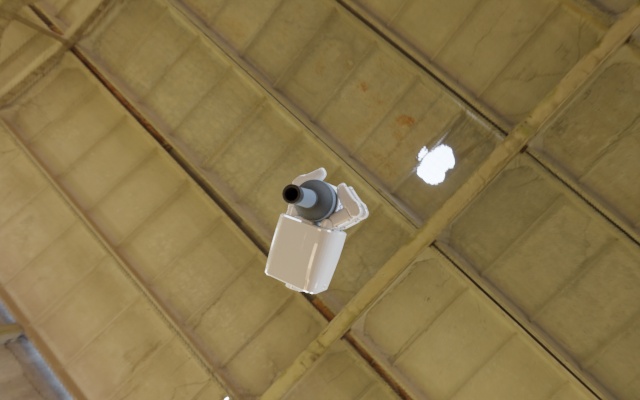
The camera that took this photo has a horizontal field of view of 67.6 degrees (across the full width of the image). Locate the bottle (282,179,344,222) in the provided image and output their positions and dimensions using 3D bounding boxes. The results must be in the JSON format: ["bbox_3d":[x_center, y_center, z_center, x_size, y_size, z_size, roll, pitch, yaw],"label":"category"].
[{"bbox_3d":[0.000,0.003,0.790,0.069,0.069,0.296,0,-4,16],"label":"bottle"}]
